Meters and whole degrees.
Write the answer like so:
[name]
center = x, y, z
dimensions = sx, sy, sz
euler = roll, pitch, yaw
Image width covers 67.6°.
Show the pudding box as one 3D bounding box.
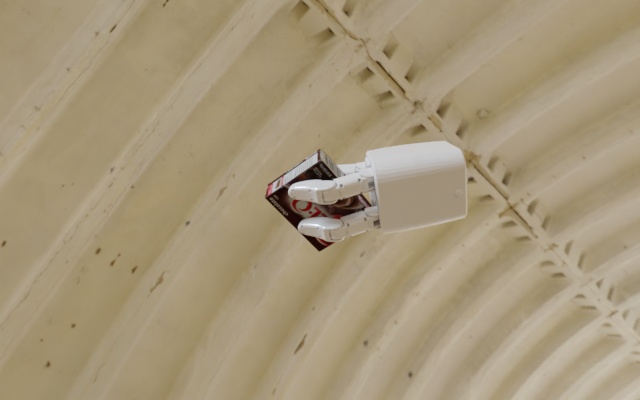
[pudding box]
center = 0.000, 0.002, 0.607
dimensions = 0.090, 0.113, 0.039
euler = -33, 26, 20
